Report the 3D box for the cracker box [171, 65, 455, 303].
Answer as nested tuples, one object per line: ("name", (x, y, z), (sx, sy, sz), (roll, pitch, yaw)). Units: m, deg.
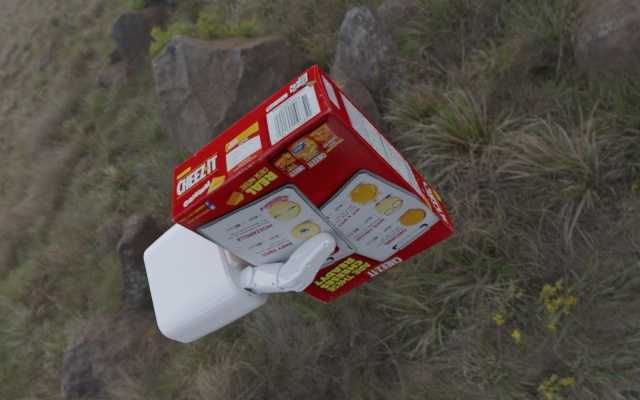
("cracker box", (0.000, 0.002, 0.443), (0.164, 0.072, 0.214), (-32, -44, 22))
